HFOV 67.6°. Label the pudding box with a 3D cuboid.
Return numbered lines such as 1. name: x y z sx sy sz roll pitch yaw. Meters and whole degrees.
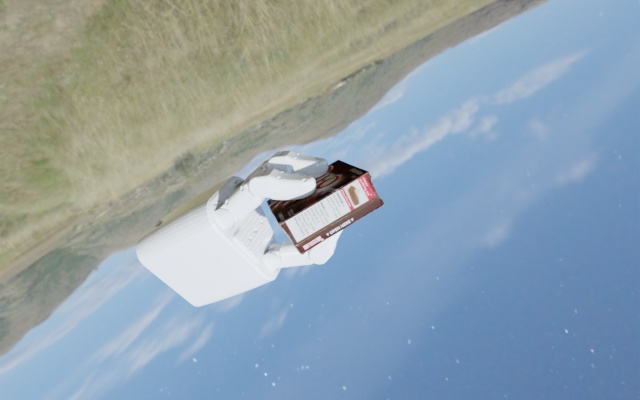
1. pudding box: 0.000 0.002 0.458 0.090 0.039 0.113 -31 17 -5
